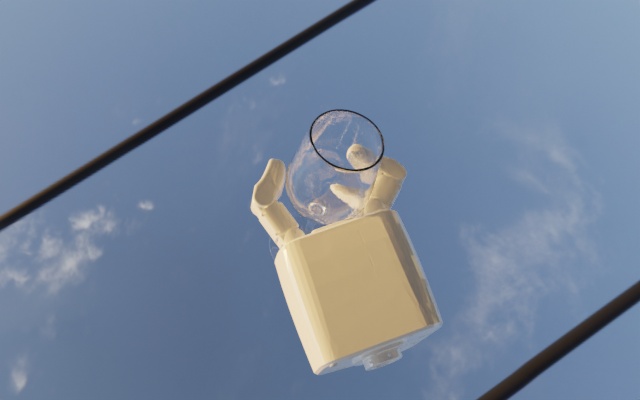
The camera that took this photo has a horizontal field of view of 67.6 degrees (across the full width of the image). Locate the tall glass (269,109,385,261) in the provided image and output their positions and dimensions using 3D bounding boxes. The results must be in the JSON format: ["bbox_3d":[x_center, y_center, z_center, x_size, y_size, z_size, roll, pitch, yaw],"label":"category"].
[{"bbox_3d":[0.000,0.002,0.459,0.079,0.079,0.201,0,-31,-14],"label":"tall glass"}]
